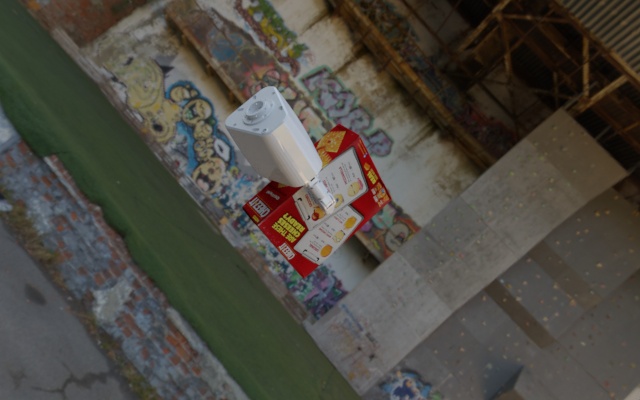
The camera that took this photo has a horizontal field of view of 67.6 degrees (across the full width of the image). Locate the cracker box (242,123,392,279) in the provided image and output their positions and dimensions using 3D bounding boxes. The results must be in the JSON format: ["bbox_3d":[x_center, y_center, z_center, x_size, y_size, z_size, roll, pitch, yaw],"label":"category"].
[{"bbox_3d":[0.000,0.003,0.804,0.072,0.213,0.164,41,-11,47],"label":"cracker box"}]
